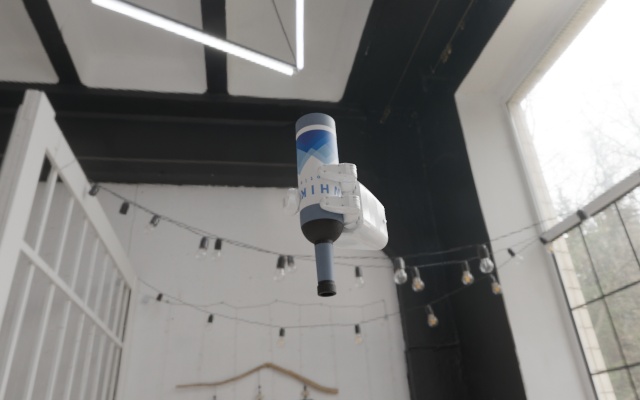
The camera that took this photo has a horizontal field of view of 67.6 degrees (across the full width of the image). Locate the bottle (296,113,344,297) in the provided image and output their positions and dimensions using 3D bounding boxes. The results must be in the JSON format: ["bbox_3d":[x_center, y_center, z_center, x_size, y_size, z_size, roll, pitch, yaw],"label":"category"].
[{"bbox_3d":[0.000,0.002,0.741,0.069,0.295,0.069,-3,-27,-2],"label":"bottle"}]
